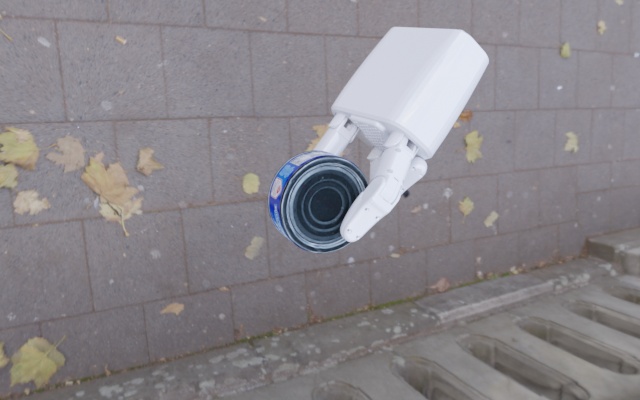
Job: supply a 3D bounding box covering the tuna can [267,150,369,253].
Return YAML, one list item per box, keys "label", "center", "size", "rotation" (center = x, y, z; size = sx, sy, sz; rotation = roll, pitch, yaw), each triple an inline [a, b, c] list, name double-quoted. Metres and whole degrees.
- label: "tuna can"
  center: [0.000, 0.002, 0.411]
  size: [0.086, 0.086, 0.033]
  rotation: [0, 13, -24]
